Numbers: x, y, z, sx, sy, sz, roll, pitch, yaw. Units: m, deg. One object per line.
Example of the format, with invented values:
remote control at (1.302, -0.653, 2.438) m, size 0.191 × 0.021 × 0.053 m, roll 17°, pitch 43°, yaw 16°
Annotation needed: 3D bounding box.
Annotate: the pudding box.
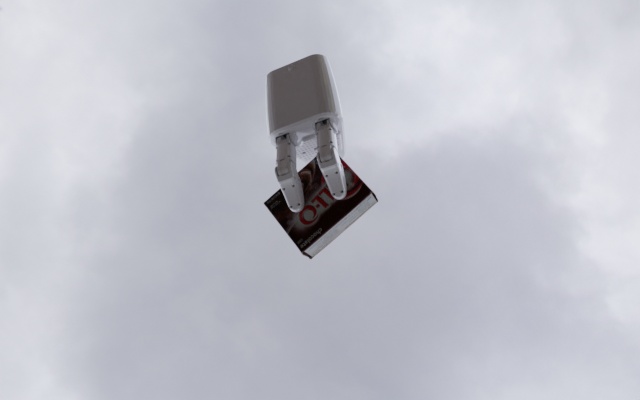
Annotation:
pudding box at (0.000, 0.002, 0.589) m, size 0.090 × 0.113 × 0.039 m, roll 49°, pitch 4°, yaw 31°
